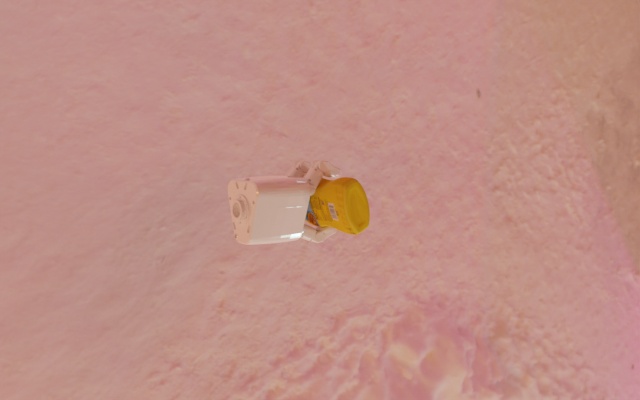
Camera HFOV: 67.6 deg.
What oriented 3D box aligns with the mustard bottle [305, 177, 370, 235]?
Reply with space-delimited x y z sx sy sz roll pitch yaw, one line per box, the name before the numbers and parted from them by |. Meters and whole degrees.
mustard bottle | 0.001 0.003 0.862 0.058 0.096 0.191 -33 25 -33
